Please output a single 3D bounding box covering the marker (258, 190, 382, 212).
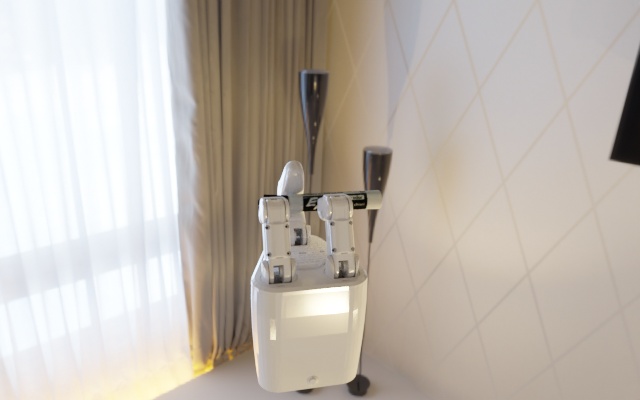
[{"bbox_3d":[0.000,0.001,0.466,0.121,0.020,0.020,-2,0,-12],"label":"marker"}]
